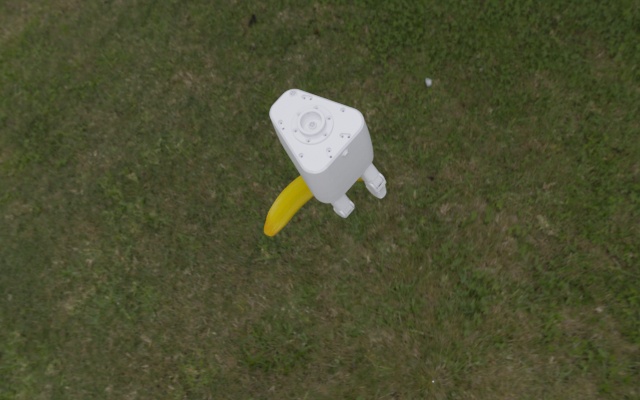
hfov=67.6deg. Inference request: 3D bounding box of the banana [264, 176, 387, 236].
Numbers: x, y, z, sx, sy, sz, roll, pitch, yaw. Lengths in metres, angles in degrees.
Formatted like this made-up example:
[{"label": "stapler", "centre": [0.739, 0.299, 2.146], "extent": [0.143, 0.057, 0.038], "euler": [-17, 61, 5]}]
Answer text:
[{"label": "banana", "centre": [-0.004, -0.016, 0.713], "extent": [0.198, 0.069, 0.037], "euler": [-24, -15, 1]}]
